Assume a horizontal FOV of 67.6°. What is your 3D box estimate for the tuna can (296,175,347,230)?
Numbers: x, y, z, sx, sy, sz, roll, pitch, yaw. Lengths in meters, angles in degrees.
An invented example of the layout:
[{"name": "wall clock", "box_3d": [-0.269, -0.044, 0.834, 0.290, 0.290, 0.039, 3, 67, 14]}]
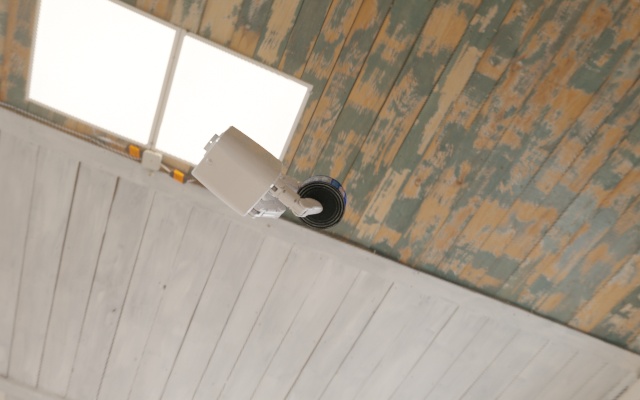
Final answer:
[{"name": "tuna can", "box_3d": [0.000, 0.002, 0.787, 0.086, 0.086, 0.033, 0, 24, 10]}]
